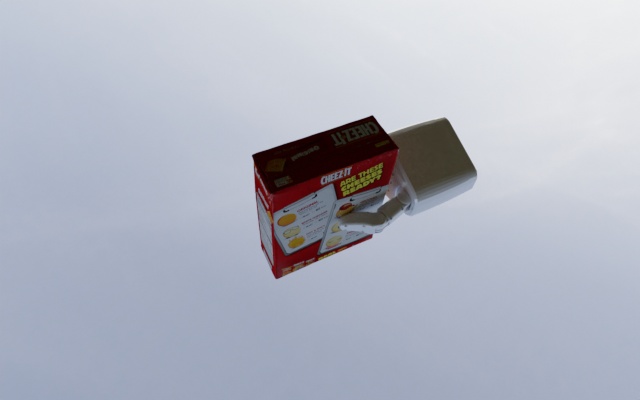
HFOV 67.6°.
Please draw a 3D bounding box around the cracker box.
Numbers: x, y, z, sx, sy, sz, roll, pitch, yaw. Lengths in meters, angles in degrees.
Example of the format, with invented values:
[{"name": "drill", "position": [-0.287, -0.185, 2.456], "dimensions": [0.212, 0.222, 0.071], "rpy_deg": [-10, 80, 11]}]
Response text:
[{"name": "cracker box", "position": [0.000, 0.002, 0.632], "dimensions": [0.164, 0.072, 0.214], "rpy_deg": [-21, -31, -17]}]
